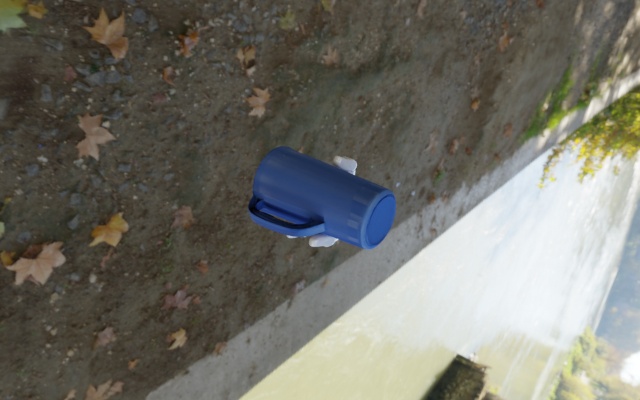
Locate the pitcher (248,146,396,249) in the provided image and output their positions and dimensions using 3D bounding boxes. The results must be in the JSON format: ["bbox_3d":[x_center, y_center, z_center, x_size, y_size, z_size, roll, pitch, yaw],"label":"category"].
[{"bbox_3d":[0.000,0.003,0.848,0.243,0.149,0.145,22,2,32],"label":"pitcher"}]
